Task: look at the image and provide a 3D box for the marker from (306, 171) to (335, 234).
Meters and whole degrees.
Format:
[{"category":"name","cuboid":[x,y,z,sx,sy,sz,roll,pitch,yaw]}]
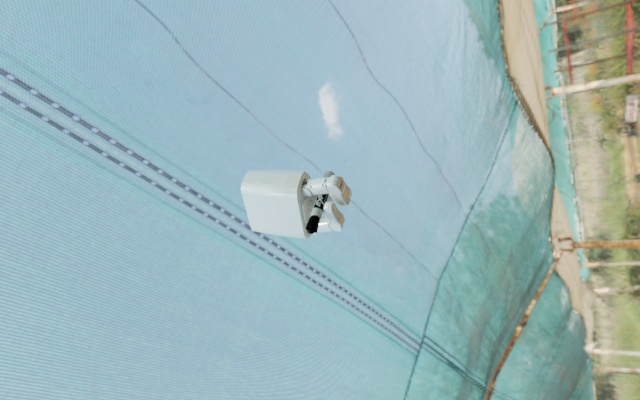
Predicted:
[{"category":"marker","cuboid":[0.000,0.003,0.761,0.020,0.121,0.020,12,-36,9]}]
